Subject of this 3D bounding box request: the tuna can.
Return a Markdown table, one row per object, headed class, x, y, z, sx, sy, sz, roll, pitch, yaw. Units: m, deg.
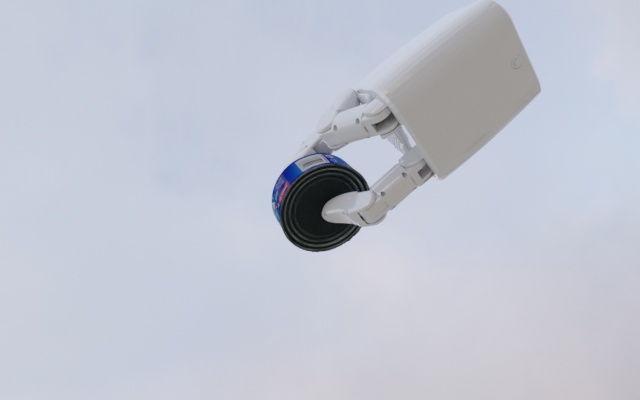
| class | x | y | z | sx | sy | sz | roll | pitch | yaw |
| --- | --- | --- | --- | --- | --- | --- | --- | --- | --- |
| tuna can | 0.000 | 0.001 | 0.431 | 0.086 | 0.086 | 0.033 | 0 | 25 | -23 |
